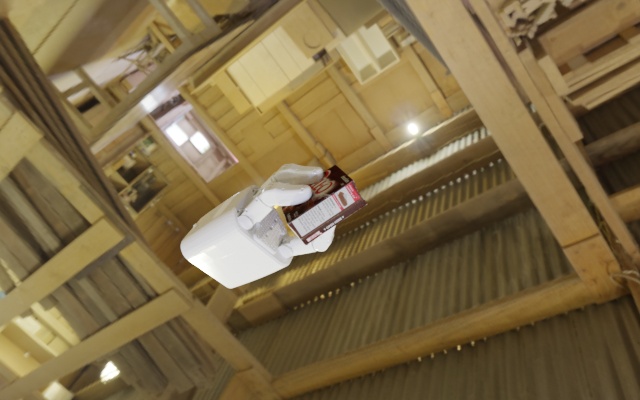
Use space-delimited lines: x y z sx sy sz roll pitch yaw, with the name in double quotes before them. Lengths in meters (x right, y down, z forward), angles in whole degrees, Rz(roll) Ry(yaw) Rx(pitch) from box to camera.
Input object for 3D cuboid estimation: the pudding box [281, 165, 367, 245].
"pudding box" 0.000 0.002 0.585 0.090 0.039 0.113 -35 18 0
